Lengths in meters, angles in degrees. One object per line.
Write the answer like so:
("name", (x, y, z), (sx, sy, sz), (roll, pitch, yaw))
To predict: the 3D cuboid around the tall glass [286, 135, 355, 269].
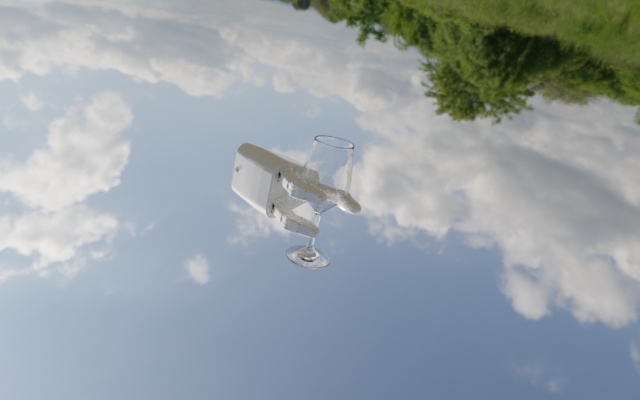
("tall glass", (0.000, 0.003, 0.750), (0.079, 0.201, 0.079), (12, 21, -5))
